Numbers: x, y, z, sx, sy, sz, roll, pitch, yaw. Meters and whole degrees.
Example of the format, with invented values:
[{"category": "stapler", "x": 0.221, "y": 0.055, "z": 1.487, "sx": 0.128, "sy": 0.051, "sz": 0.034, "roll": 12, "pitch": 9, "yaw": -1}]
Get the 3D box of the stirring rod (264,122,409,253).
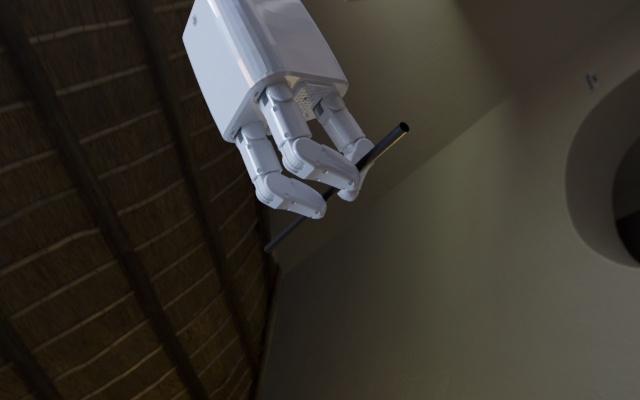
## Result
[{"category": "stirring rod", "x": 0.000, "y": 0.001, "z": 0.413, "sx": 0.011, "sy": 0.011, "sz": 0.240, "roll": 0, "pitch": -25, "yaw": -31}]
